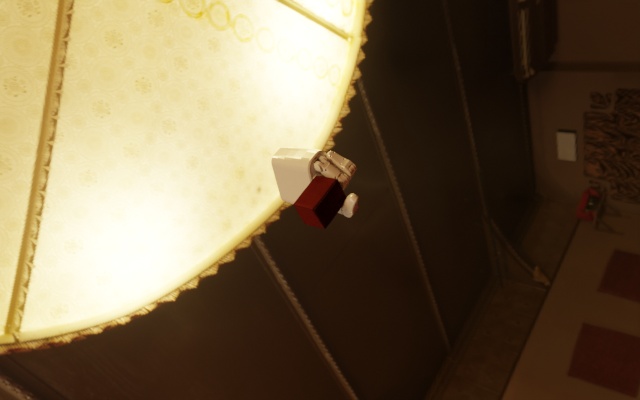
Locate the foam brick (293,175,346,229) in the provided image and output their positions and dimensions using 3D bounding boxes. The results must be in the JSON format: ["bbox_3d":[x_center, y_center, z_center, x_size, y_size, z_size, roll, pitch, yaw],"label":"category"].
[{"bbox_3d":[0.000,0.003,0.844,0.051,0.078,0.053,12,-37,40],"label":"foam brick"}]
